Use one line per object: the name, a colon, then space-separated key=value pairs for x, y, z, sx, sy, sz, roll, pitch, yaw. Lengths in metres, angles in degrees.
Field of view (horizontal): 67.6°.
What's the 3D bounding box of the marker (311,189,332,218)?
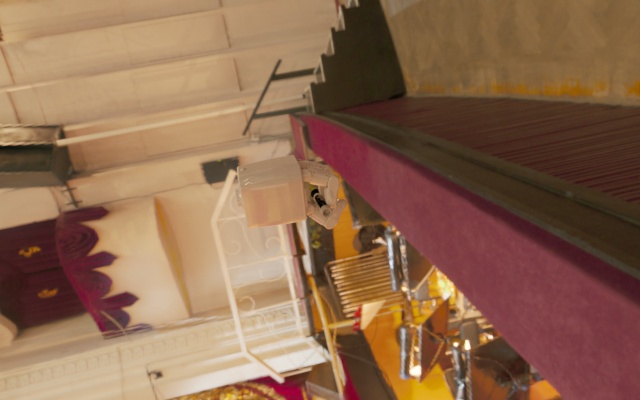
marker: x=0.000 y=0.003 z=0.864 sx=0.020 sy=0.020 sz=0.121 roll=0 pitch=18 yaw=-11
